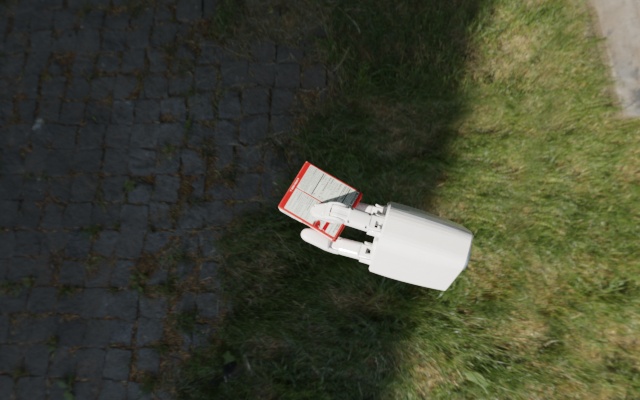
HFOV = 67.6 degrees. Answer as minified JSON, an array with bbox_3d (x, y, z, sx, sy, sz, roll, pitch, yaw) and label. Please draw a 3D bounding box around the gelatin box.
[{"bbox_3d":[0.000,0.002,0.636,0.089,0.073,0.030,30,-9,5],"label":"gelatin box"}]
